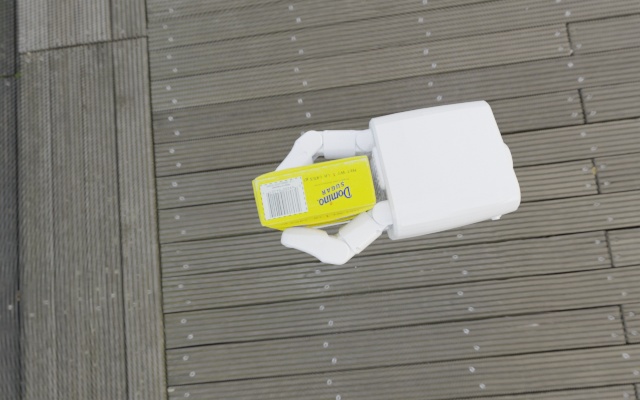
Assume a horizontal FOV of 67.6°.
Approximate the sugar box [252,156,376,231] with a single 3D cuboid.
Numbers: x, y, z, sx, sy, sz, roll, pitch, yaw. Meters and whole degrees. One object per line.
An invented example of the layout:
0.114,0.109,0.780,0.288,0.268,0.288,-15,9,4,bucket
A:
0.000,0.002,0.453,0.093,0.048,0.176,-10,-9,3,sugar box
